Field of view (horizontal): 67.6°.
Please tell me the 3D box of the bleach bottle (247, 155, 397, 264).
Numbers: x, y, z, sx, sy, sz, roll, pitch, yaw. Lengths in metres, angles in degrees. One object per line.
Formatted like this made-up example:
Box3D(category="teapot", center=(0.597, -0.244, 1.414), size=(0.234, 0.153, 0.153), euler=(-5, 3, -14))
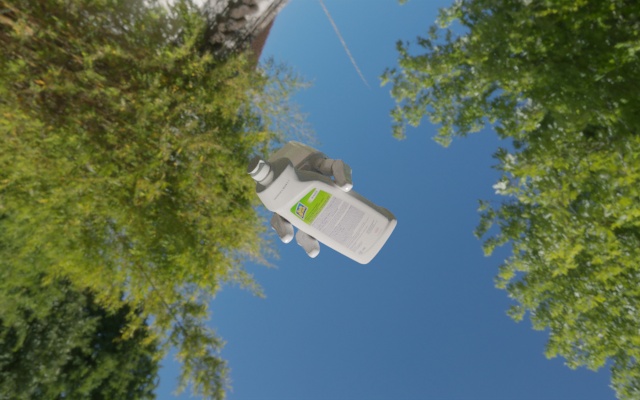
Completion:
Box3D(category="bleach bottle", center=(0.000, 0.002, 0.722), size=(0.251, 0.102, 0.068), euler=(34, 1, -32))
